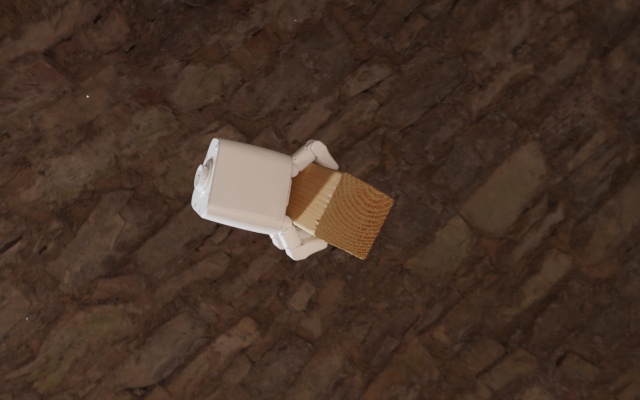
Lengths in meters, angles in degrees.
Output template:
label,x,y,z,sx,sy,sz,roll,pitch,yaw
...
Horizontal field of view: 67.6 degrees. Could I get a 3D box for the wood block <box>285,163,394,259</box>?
label,x,y,z,sx,sy,sz,roll,pitch,yaw
wood block,0.000,0.002,0.696,0.090,0.091,0.206,27,-2,-28
